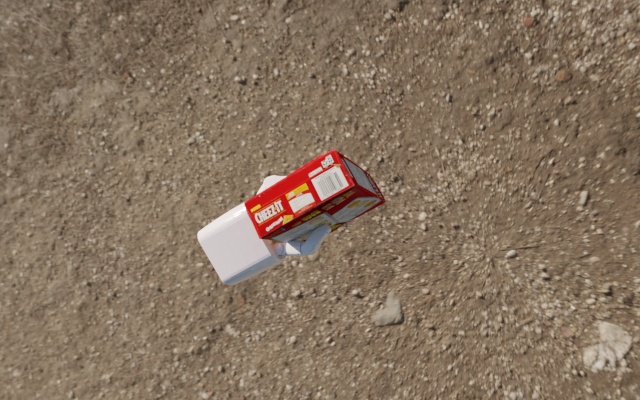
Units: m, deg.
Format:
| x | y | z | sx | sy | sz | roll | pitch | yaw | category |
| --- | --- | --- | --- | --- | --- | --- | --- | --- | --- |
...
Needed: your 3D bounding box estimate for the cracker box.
| x | y | z | sx | sy | sz | roll | pitch | yaw | category |
| --- | --- | --- | --- | --- | --- | --- | --- | --- | --- |
| 0.000 | 0.003 | 0.779 | 0.164 | 0.072 | 0.214 | -30 | -15 | 14 | cracker box |
